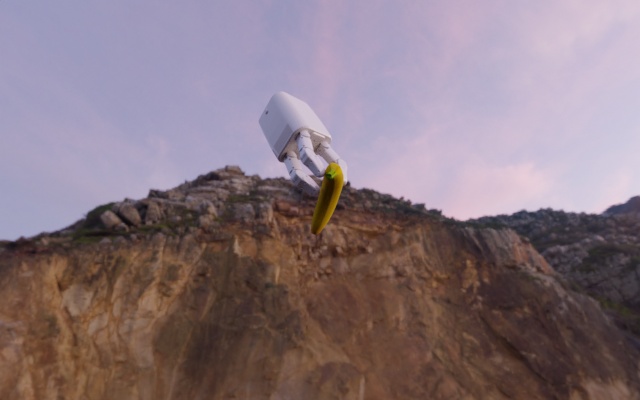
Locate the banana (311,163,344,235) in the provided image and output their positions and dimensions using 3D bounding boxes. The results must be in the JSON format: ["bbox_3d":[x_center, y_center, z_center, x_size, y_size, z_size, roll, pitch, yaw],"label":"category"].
[{"bbox_3d":[0.012,-0.010,0.899,0.037,0.069,0.198,34,-33,16],"label":"banana"}]
